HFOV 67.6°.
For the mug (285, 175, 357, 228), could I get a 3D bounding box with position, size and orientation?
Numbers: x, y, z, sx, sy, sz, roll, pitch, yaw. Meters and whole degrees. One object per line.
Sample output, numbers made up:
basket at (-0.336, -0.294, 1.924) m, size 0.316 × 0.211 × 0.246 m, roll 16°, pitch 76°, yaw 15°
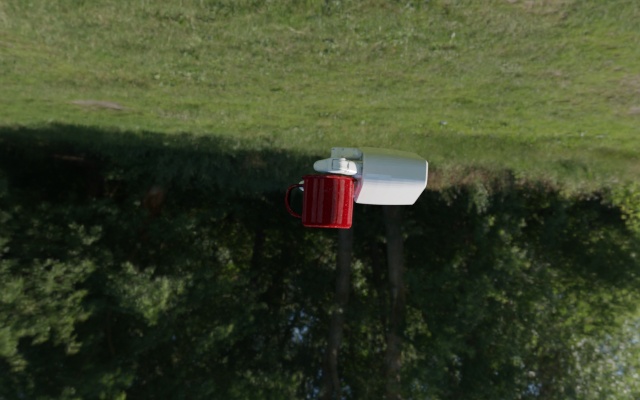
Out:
mug at (-0.001, 0.003, 0.784) m, size 0.117 × 0.081 × 0.093 m, roll 3°, pitch -3°, yaw -1°
